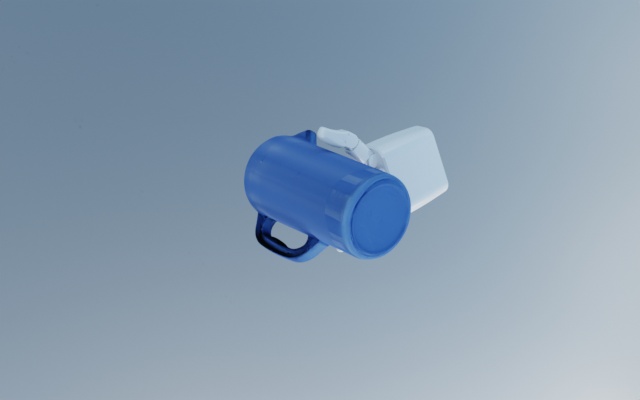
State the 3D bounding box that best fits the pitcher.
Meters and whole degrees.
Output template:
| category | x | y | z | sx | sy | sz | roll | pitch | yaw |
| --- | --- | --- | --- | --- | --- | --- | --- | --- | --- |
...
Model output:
| category | x | y | z | sx | sy | sz | roll | pitch | yaw |
| --- | --- | --- | --- | --- | --- | --- | --- | --- | --- |
| pitcher | 0.000 | 0.002 | 0.655 | 0.145 | 0.149 | 0.242 | -23 | 27 | -27 |
